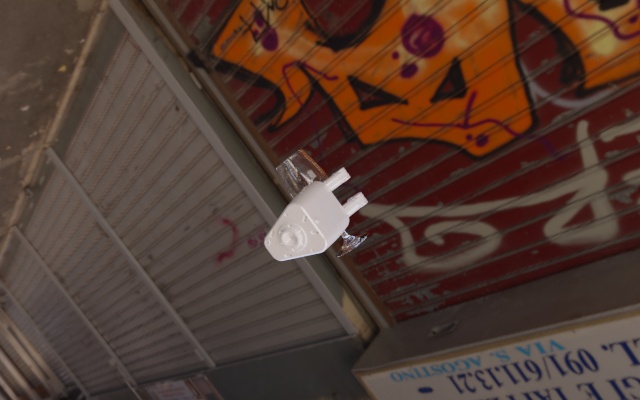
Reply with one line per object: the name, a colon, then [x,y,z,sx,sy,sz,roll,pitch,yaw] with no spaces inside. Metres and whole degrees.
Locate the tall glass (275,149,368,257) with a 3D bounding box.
tall glass: [0.001,0.003,0.882,0.079,0.201,0.079,-36,4,3]
